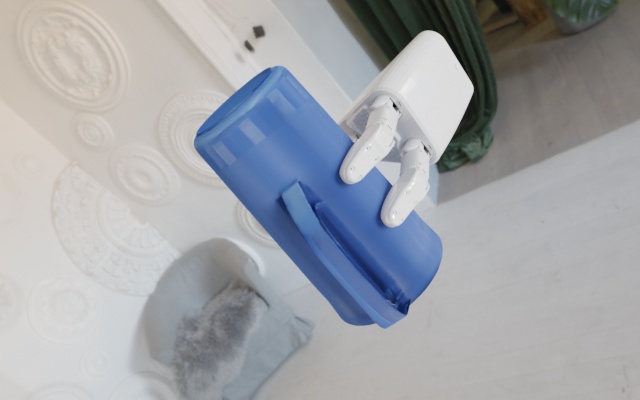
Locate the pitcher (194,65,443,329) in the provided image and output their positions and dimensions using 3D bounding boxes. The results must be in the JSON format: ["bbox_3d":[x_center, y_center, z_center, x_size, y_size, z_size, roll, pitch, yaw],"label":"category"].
[{"bbox_3d":[0.000,0.001,0.450,0.243,0.145,0.149,48,-30,-21],"label":"pitcher"}]
